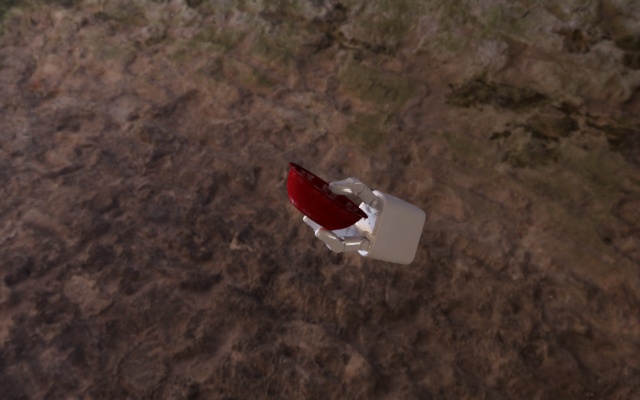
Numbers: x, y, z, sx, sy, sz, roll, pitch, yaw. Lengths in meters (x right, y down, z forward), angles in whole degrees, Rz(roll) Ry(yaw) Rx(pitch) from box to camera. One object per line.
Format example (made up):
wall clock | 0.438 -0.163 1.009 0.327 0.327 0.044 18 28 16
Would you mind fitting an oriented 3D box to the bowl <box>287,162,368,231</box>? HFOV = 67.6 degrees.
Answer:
bowl | -0.001 0.002 0.804 0.162 0.055 0.162 35 7 -5
